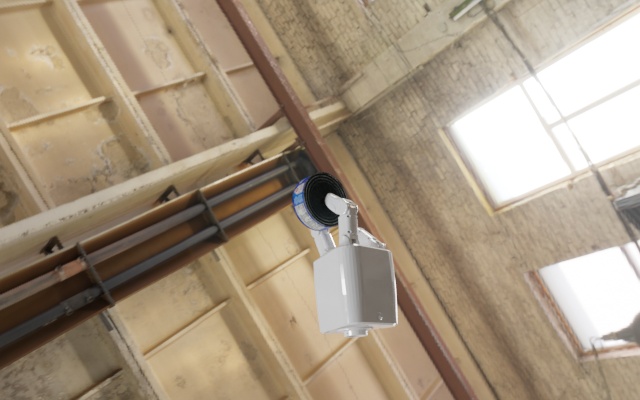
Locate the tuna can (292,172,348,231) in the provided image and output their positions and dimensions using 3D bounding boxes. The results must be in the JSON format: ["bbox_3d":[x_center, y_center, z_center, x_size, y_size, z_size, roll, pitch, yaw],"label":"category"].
[{"bbox_3d":[0.000,0.002,0.723,0.086,0.086,0.034,0,-16,-40],"label":"tuna can"}]
